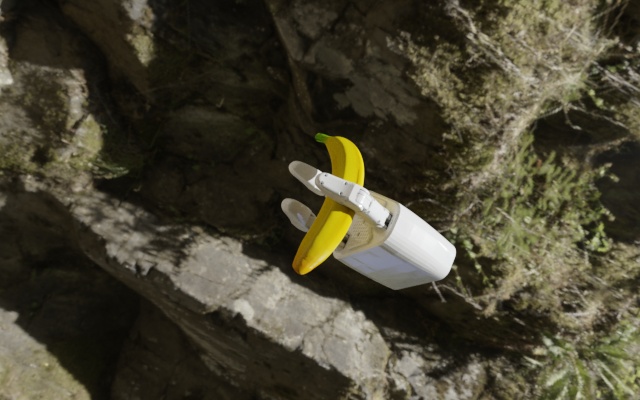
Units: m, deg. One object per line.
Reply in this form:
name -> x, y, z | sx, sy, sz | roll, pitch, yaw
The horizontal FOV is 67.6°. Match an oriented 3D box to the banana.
banana -> 0.016, -0.005, 0.553 | 0.069, 0.197, 0.037 | -16, -42, 33
